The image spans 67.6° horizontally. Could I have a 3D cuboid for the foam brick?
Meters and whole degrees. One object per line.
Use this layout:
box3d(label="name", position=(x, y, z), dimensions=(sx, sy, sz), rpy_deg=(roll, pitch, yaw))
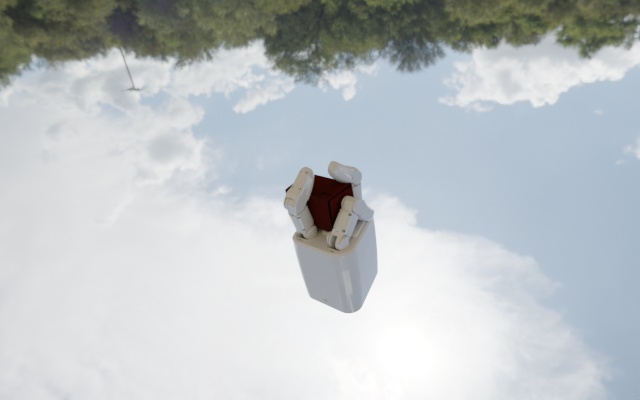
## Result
box3d(label="foam brick", position=(0.000, 0.002, 0.646), dimensions=(0.078, 0.051, 0.053), rpy_deg=(16, 40, 38))
